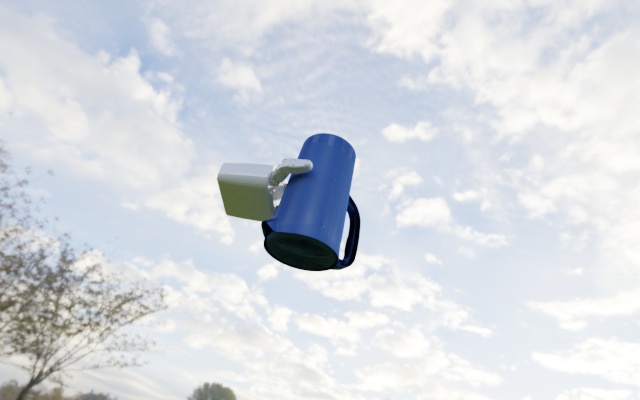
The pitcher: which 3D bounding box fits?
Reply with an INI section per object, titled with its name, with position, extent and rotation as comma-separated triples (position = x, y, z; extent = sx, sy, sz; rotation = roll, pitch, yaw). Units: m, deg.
[pitcher]
position = 0.000, 0.003, 0.876
extent = 0.145, 0.242, 0.149
rotation = 5, -34, 17
